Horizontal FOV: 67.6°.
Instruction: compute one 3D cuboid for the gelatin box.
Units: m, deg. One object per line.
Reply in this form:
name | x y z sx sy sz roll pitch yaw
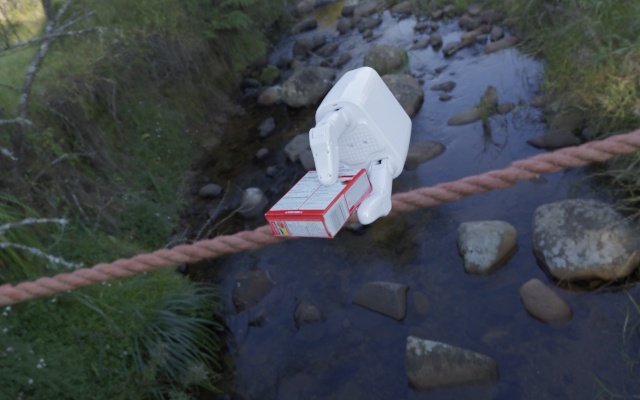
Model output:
gelatin box | 0.000 0.001 0.477 0.073 0.030 0.089 -1 32 37
